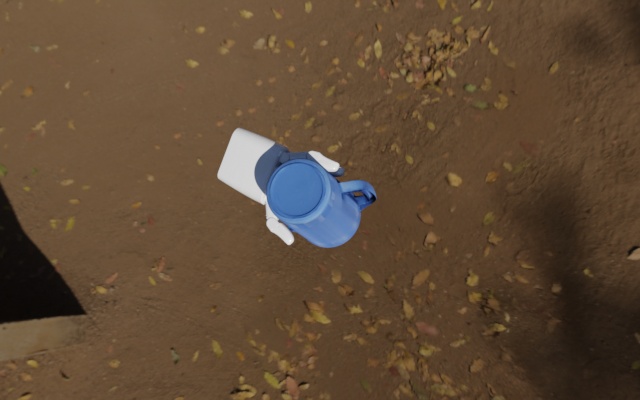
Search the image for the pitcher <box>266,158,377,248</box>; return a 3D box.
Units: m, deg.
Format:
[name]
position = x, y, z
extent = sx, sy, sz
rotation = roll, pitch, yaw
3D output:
[pitcher]
position = 0.000, 0.003, 0.857
extent = 0.145, 0.149, 0.243
rotation = 28, -4, 17
